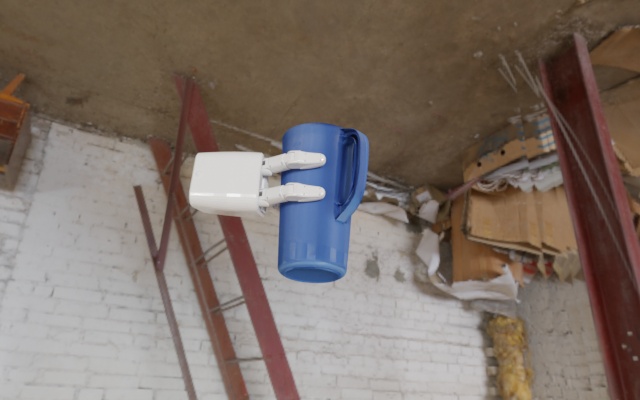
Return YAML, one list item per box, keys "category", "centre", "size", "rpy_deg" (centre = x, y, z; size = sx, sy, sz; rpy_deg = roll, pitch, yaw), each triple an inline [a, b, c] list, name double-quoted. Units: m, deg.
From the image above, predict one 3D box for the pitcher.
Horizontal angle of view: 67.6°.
- category: "pitcher"
  centre: [0.000, 0.003, 0.774]
  size: [0.145, 0.242, 0.149]
  rpy_deg: [2, -24, 2]
